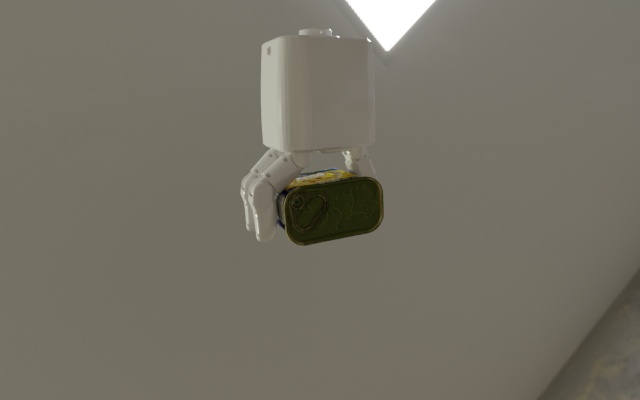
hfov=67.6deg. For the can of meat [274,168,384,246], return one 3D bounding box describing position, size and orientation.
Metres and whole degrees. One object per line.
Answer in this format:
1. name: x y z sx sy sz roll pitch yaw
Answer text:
1. can of meat: 0.000 0.002 0.491 0.102 0.057 0.084 -10 15 -19
